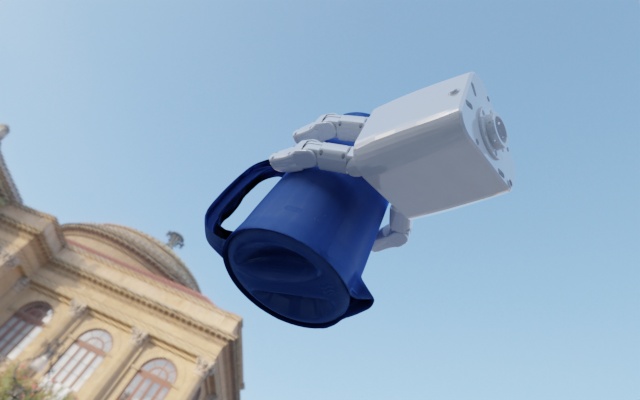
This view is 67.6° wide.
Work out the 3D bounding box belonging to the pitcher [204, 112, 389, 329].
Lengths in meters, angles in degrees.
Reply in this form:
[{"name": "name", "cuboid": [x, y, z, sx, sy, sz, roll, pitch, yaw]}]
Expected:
[{"name": "pitcher", "cuboid": [0.000, 0.002, 0.524, 0.145, 0.149, 0.242, -19, 28, 39]}]
